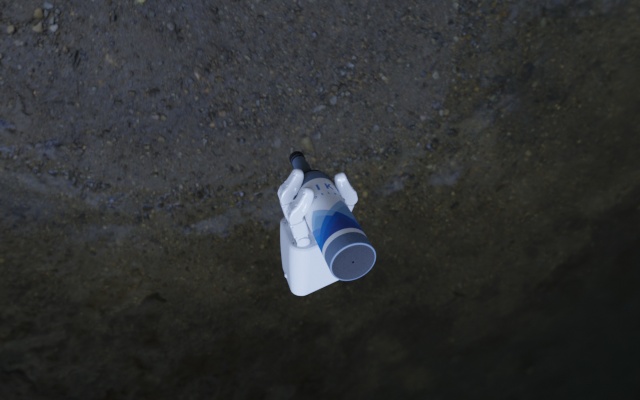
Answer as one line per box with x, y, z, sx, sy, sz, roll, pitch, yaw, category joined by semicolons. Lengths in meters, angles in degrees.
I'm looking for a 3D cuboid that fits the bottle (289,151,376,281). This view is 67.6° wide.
0.000;0.003;0.755;0.069;0.069;0.295;0;33;-21;bottle
